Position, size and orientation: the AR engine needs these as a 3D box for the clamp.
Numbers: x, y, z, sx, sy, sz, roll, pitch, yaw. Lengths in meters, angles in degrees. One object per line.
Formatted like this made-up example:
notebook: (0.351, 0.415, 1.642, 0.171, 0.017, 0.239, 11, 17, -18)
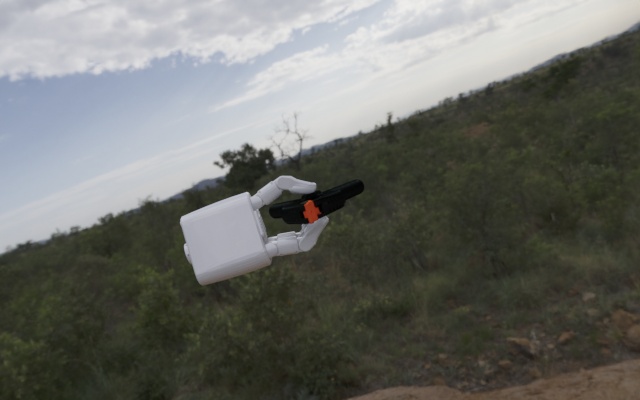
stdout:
clamp: (0.000, 0.002, 0.717, 0.164, 0.036, 0.210, -18, 5, -4)
